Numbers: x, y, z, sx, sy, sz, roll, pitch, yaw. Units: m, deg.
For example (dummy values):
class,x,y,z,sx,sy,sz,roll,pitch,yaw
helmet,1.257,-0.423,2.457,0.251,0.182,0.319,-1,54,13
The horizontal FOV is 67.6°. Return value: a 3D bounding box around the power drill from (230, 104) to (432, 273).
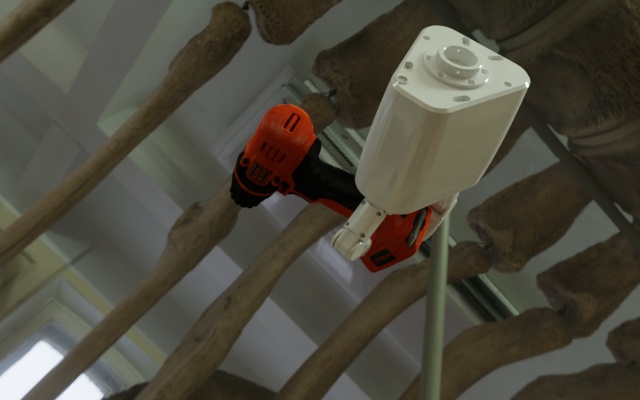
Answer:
class,x,y,z,sx,sy,sz,roll,pitch,yaw
power drill,0.001,0.002,0.482,0.187,0.057,0.184,31,-26,-9
